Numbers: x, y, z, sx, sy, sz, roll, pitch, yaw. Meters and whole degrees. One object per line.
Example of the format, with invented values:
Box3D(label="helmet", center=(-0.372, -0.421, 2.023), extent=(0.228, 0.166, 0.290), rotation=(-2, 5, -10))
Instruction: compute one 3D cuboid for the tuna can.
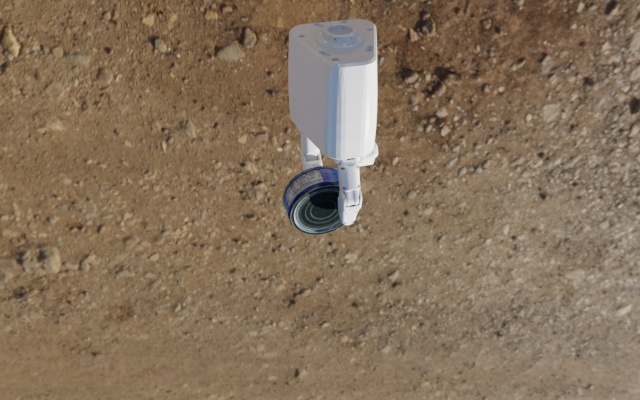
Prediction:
Box3D(label="tuna can", center=(0.000, 0.002, 0.574), extent=(0.086, 0.086, 0.033), rotation=(0, 43, -21))
